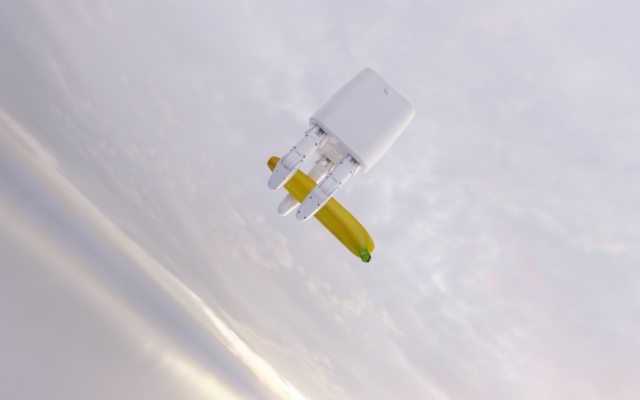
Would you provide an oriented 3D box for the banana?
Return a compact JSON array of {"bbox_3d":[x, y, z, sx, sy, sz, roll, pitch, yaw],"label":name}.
[{"bbox_3d":[0.007,0.011,0.619,0.197,0.037,0.070,43,-5,26],"label":"banana"}]
